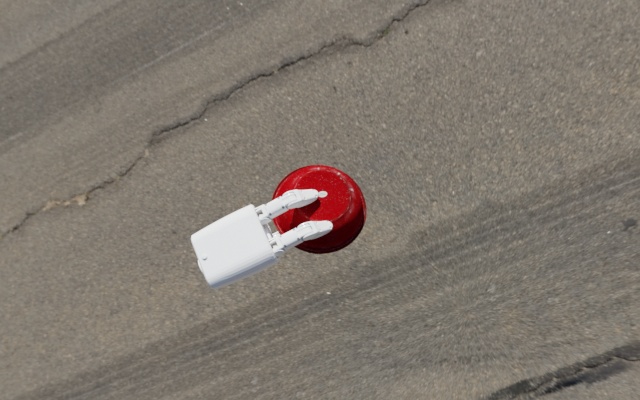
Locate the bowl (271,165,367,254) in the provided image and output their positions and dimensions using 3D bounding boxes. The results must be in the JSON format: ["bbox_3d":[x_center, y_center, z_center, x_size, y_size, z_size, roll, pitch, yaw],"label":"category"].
[{"bbox_3d":[0.001,0.002,0.779,0.162,0.162,0.055,0,-23,-6],"label":"bowl"}]
